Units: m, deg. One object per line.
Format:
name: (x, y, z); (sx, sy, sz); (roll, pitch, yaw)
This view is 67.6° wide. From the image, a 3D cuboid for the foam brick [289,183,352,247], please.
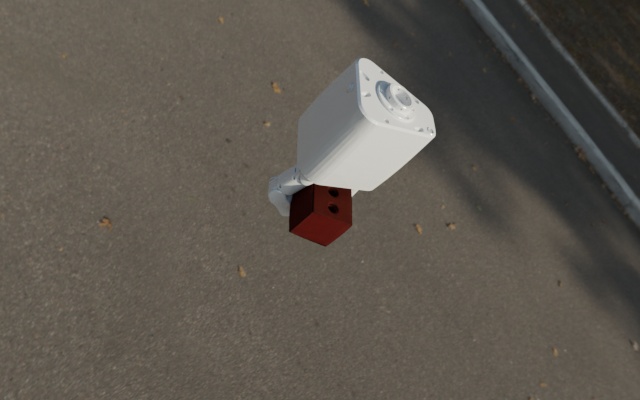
foam brick: (0.000, 0.002, 0.544); (0.053, 0.078, 0.051); (22, -41, -28)
